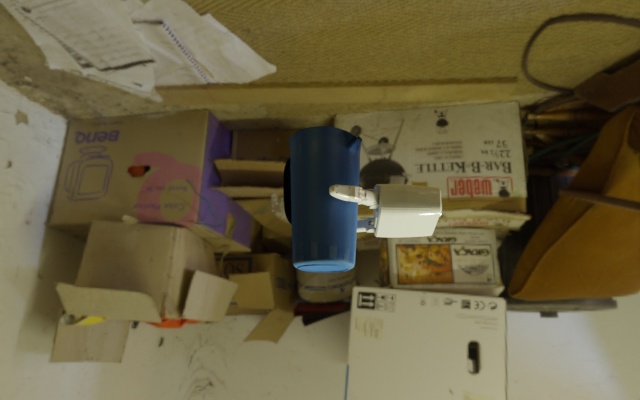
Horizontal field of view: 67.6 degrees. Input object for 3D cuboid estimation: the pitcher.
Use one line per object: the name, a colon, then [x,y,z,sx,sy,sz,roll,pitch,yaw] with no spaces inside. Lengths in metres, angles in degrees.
pitcher: [0.000,0.003,0.855,0.145,0.242,0.149,2,-16,-1]
